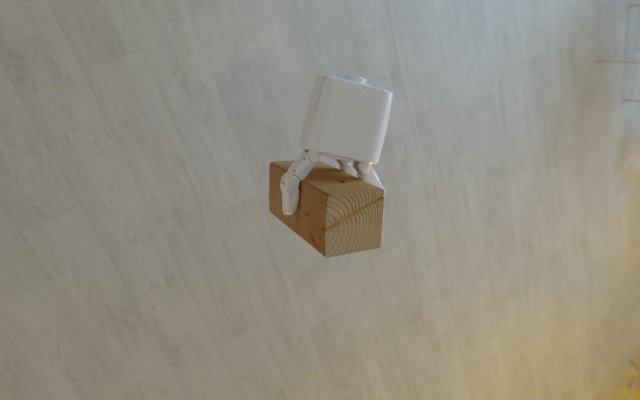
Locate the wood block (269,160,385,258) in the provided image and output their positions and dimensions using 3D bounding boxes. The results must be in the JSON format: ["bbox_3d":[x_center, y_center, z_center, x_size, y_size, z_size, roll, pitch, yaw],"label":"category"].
[{"bbox_3d":[0.000,0.002,0.728,0.091,0.090,0.206,-6,19,-26],"label":"wood block"}]
